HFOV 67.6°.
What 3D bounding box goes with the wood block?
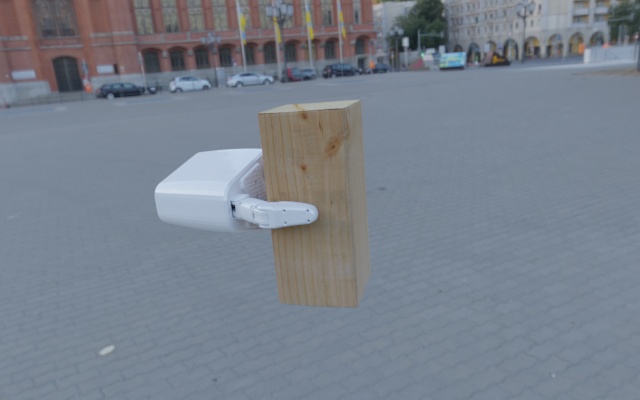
[{"bbox_3d":[0.000,0.002,0.519,0.090,0.206,0.090,0,16,16],"label":"wood block"}]
